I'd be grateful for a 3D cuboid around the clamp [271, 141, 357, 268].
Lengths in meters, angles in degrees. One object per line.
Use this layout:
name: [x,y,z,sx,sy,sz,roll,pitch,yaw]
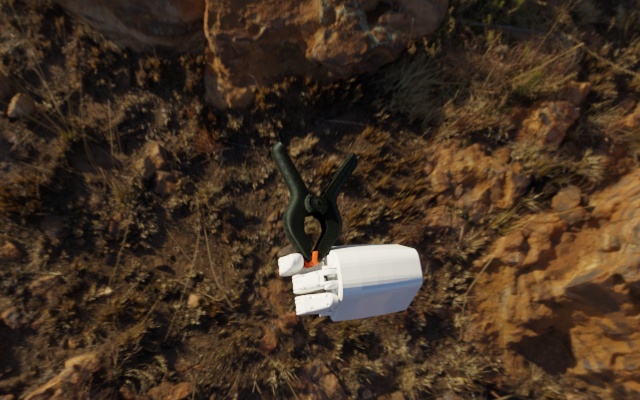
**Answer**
clamp: [0.000,0.002,0.638,0.120,0.171,0.039,-4,-12,-12]
